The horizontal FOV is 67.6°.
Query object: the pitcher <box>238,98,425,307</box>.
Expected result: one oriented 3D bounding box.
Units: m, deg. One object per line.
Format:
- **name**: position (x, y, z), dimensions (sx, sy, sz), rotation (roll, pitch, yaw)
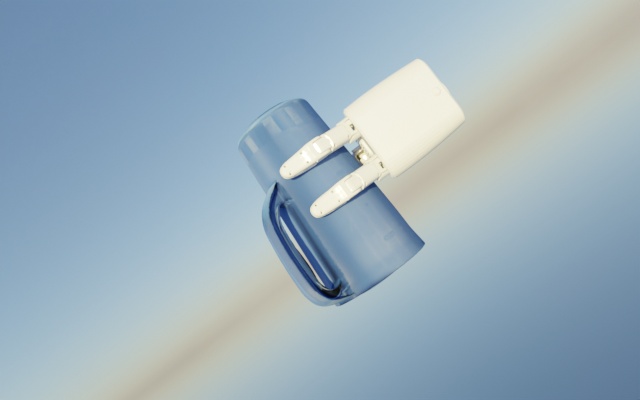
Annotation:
- **pitcher**: position (0.000, 0.002, 0.584), dimensions (0.145, 0.243, 0.149), rotation (-36, -5, 3)
